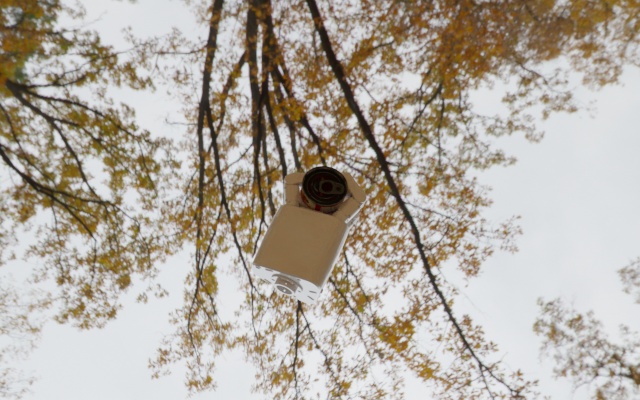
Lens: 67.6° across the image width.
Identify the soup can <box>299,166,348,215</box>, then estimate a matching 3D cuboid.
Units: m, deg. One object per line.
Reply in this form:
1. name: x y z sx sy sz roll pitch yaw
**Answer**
1. soup can: 0.000 0.002 0.739 0.068 0.068 0.102 0 -29 -9
